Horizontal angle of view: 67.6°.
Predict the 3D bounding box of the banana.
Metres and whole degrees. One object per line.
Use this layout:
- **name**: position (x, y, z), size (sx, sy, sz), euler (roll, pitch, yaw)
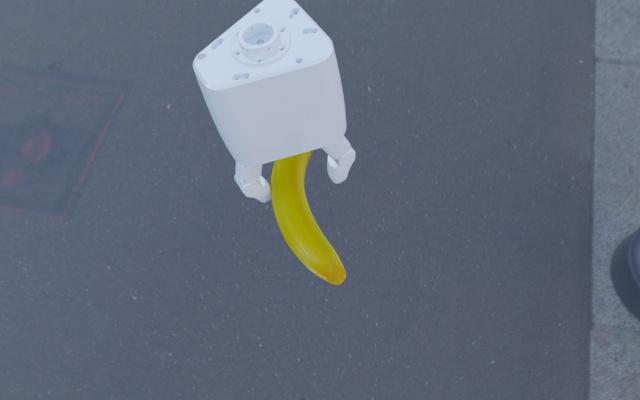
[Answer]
- **banana**: position (-0.019, 0.002, 0.521), size (0.069, 0.197, 0.037), euler (-8, -32, 2)
